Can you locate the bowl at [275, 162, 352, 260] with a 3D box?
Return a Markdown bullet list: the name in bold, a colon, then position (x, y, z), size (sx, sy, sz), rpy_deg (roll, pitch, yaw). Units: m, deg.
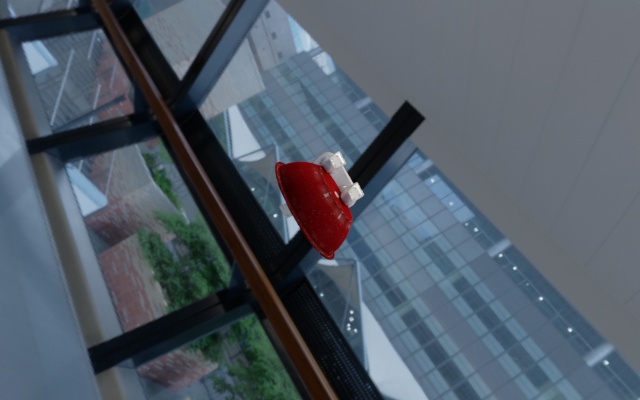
- **bowl**: position (0.000, 0.003, 0.686), size (0.055, 0.162, 0.162), rpy_deg (-29, -6, 11)
